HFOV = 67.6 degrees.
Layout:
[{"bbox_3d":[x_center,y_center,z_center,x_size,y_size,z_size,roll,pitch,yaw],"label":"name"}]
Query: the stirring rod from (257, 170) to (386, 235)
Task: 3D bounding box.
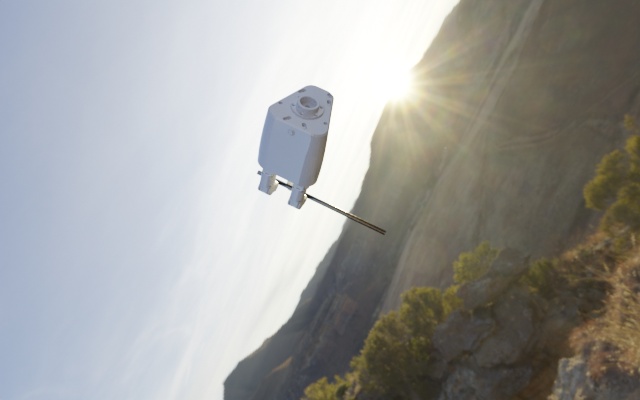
[{"bbox_3d":[0.000,0.003,0.808,0.239,0.011,0.011,26,3,7],"label":"stirring rod"}]
